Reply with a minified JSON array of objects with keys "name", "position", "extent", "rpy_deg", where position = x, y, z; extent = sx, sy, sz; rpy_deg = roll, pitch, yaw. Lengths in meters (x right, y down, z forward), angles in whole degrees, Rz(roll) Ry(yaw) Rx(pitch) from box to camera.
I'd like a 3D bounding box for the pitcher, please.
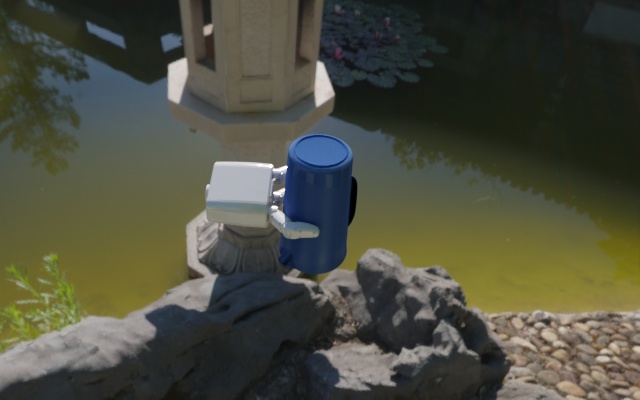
[{"name":"pitcher","position":[0.000,0.003,0.863],"extent":[0.145,0.243,0.149],"rpy_deg":[5,41,-1]}]
